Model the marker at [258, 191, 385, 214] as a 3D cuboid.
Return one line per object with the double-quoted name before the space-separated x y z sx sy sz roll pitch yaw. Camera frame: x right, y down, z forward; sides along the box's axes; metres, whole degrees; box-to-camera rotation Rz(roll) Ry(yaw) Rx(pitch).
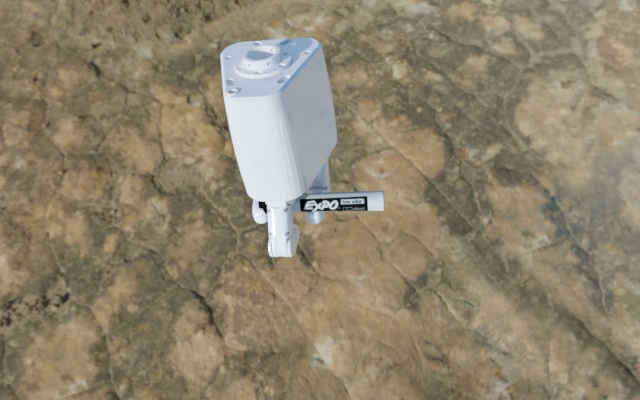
"marker" 0.000 0.002 0.456 0.121 0.020 0.020 -2 0 9
